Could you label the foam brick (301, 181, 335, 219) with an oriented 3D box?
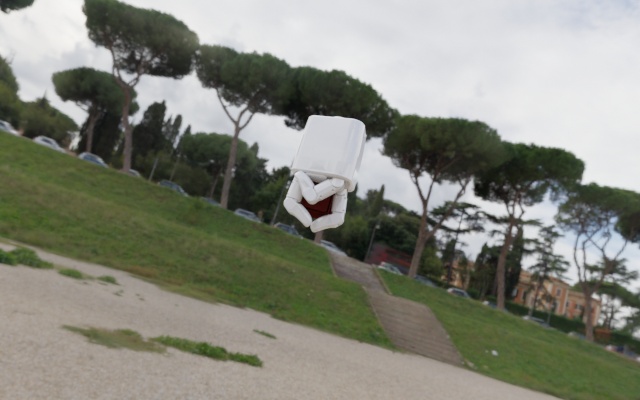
[{"bbox_3d":[0.000,0.003,0.866,0.053,0.051,0.078,13,-11,11],"label":"foam brick"}]
